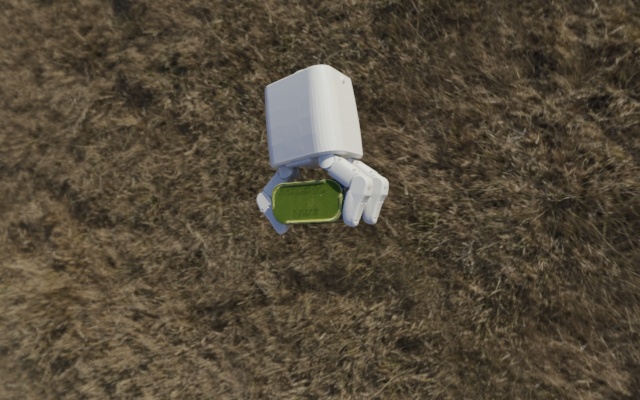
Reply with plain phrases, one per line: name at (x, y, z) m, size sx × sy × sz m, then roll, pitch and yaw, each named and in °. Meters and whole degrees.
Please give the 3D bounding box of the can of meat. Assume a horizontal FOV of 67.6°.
can of meat at (0.000, 0.002, 0.604) m, size 0.102 × 0.057 × 0.084 m, roll -5°, pitch -2°, yaw 26°
